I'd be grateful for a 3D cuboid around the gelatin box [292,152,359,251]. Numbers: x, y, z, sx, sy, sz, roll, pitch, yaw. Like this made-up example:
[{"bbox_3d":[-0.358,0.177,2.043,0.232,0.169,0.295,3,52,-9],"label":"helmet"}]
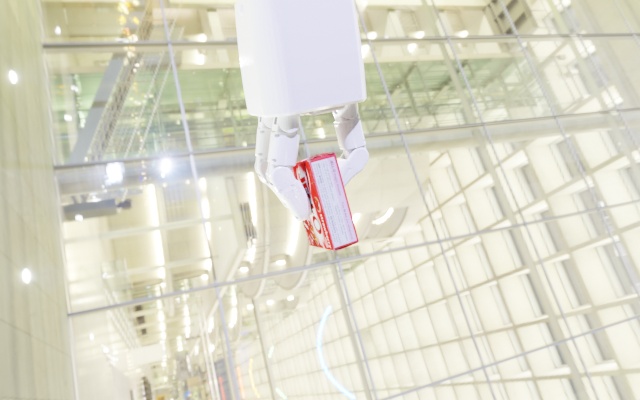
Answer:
[{"bbox_3d":[0.001,0.002,0.465,0.030,0.089,0.073,-18,4,-19],"label":"gelatin box"}]
